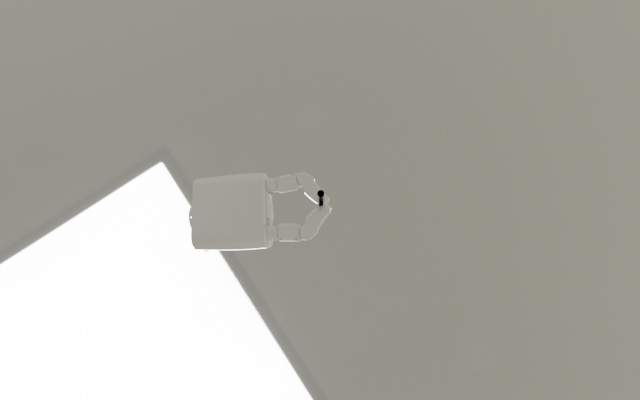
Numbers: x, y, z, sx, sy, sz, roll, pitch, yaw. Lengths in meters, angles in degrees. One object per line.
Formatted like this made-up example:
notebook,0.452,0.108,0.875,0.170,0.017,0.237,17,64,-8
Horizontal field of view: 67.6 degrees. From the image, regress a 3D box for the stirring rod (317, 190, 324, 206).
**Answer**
stirring rod,0.000,0.002,0.651,0.011,0.011,0.239,0,-5,0
